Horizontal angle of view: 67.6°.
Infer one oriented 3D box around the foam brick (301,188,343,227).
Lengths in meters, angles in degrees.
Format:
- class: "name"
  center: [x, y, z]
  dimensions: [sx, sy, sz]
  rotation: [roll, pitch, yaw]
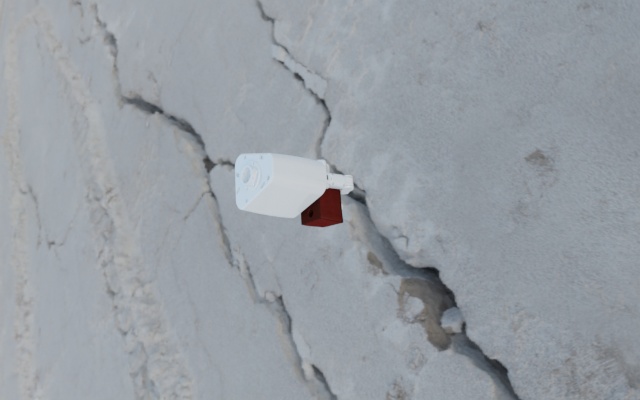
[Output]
- class: "foam brick"
  center: [0.000, 0.003, 0.805]
  dimensions: [0.051, 0.078, 0.053]
  rotation: [8, -19, -41]
